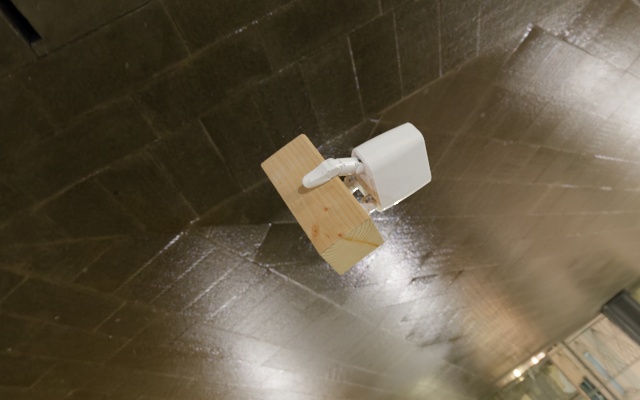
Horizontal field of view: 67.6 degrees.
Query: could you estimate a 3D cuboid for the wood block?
[{"bbox_3d":[0.000,0.002,0.762,0.090,0.206,0.091,-36,-35,0],"label":"wood block"}]
